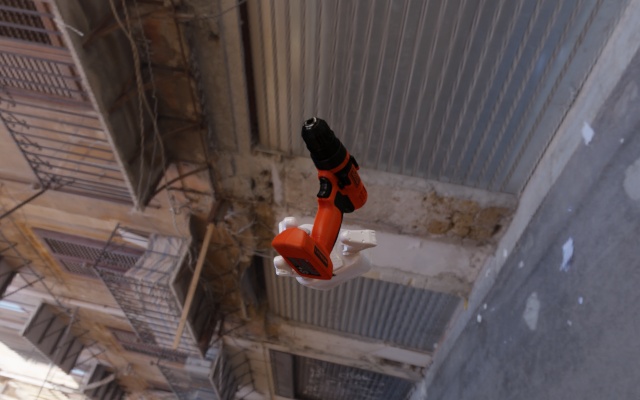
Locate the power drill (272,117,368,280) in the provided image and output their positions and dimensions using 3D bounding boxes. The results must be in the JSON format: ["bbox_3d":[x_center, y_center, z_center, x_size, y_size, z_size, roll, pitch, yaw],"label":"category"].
[{"bbox_3d":[0.000,0.003,0.674,0.057,0.187,0.184,3,-35,34],"label":"power drill"}]
